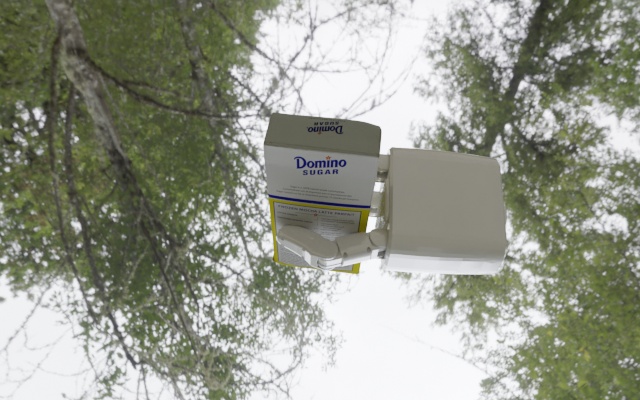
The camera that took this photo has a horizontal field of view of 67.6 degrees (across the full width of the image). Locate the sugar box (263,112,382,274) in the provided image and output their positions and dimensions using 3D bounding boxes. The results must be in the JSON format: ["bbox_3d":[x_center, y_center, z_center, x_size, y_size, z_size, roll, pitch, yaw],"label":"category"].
[{"bbox_3d":[0.000,0.001,0.442,0.093,0.048,0.176,7,-41,3],"label":"sugar box"}]
